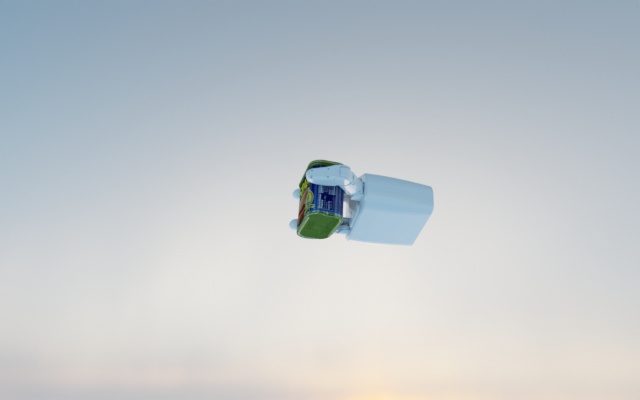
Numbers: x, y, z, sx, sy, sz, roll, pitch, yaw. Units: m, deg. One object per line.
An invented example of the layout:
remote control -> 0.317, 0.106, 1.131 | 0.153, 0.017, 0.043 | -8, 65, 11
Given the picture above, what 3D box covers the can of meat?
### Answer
can of meat -> 0.000, 0.003, 0.697 | 0.057, 0.084, 0.102 | 9, -26, -12
